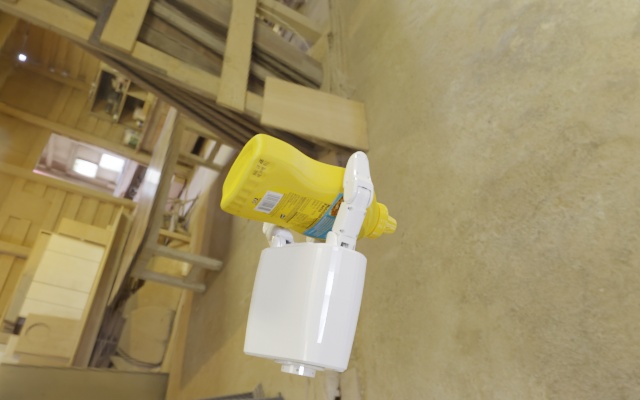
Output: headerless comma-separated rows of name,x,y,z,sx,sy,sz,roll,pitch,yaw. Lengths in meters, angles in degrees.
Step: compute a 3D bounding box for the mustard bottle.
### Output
mustard bottle,0.000,0.001,0.506,0.192,0.058,0.096,20,-46,-24
